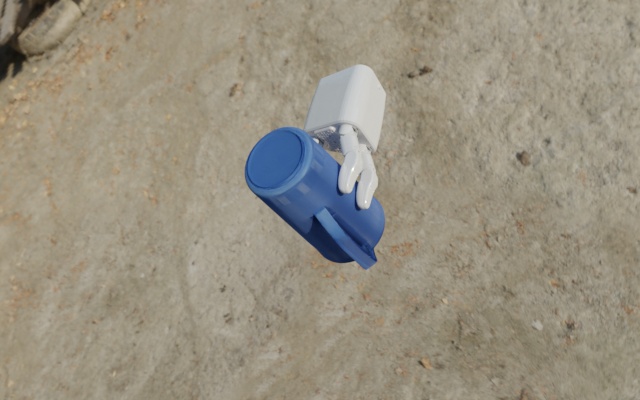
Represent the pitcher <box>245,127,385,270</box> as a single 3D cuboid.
[{"bbox_3d":[0.000,0.002,0.717,0.149,0.145,0.243,4,-22,32],"label":"pitcher"}]
